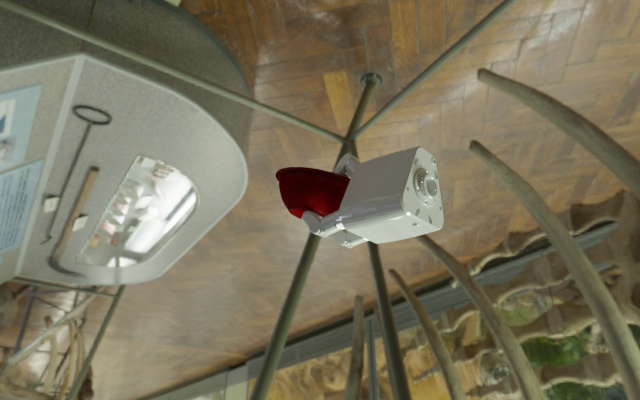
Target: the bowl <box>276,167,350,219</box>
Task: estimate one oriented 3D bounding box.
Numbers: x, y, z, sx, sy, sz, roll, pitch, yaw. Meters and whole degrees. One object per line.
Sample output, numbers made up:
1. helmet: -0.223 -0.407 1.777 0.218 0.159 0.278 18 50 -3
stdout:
1. bowl: -0.001 0.003 0.760 0.162 0.055 0.162 13 -15 4
